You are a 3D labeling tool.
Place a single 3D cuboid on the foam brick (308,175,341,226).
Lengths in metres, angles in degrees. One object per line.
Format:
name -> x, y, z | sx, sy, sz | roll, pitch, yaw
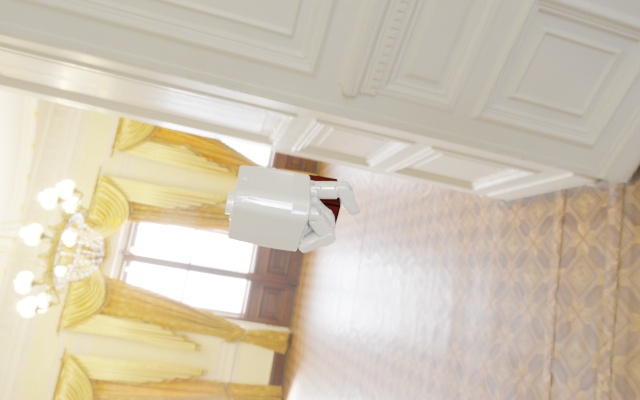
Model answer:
foam brick -> 0.000, 0.002, 0.766 | 0.051, 0.053, 0.078 | 8, 34, -8
